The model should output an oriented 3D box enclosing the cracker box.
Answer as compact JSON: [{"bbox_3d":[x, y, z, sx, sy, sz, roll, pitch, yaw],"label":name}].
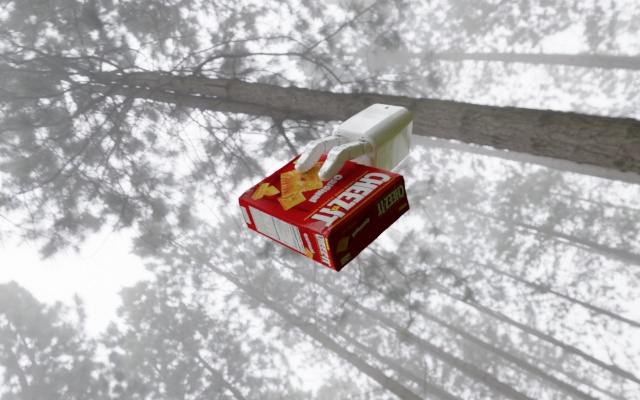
[{"bbox_3d":[0.000,0.003,0.734,0.164,0.072,0.213,-37,37,-29],"label":"cracker box"}]
